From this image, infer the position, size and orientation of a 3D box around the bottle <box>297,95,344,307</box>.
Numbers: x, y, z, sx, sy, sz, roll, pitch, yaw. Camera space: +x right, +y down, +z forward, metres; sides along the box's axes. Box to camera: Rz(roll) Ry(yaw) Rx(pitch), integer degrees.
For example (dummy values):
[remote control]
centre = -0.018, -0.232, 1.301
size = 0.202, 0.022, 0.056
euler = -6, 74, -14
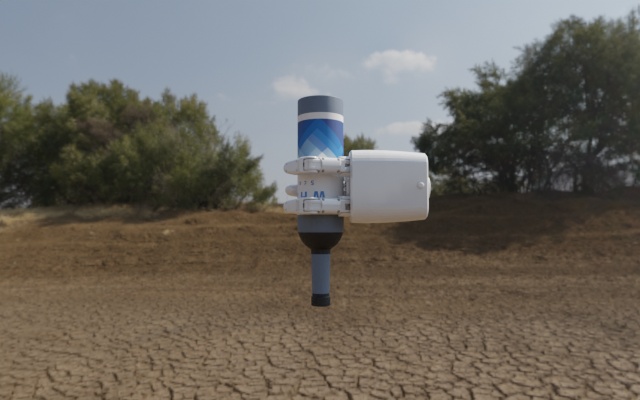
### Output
[bottle]
centre = 0.000, 0.002, 0.687
size = 0.069, 0.295, 0.069
euler = 0, -3, 0
